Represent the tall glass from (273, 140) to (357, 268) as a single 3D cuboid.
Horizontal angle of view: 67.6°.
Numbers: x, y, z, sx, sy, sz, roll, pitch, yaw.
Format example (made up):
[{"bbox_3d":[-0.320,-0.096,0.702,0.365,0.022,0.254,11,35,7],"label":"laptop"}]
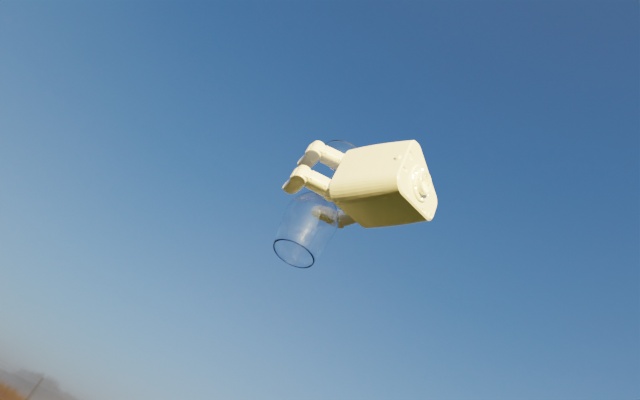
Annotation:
[{"bbox_3d":[0.000,0.002,0.706,0.079,0.201,0.079,17,-38,14],"label":"tall glass"}]
